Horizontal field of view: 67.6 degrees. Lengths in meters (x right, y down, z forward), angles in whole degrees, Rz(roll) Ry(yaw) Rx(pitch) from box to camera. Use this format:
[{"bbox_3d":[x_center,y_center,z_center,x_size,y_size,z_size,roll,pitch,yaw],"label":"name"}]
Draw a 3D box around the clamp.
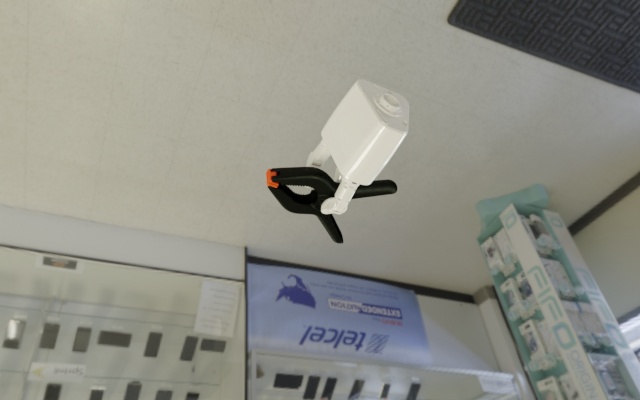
[{"bbox_3d":[0.000,0.003,0.788,0.210,0.036,0.165,15,-49,-24],"label":"clamp"}]
